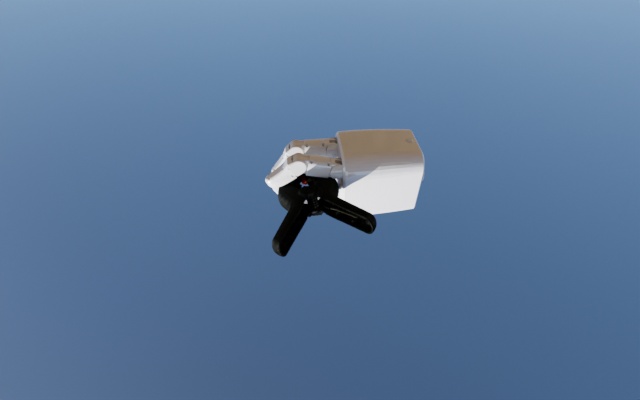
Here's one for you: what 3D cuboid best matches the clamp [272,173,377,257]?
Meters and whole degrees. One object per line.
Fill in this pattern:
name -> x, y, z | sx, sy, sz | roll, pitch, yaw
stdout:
clamp -> 0.000, 0.002, 0.594 | 0.120, 0.039, 0.171 | -4, 36, -2
